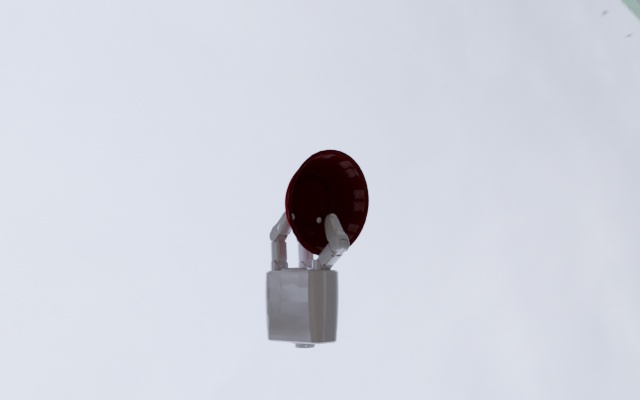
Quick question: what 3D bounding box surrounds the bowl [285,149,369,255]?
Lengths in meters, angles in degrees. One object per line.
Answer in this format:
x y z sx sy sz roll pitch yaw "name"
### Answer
0.000 0.001 0.735 0.162 0.162 0.055 0 4 -40 "bowl"
